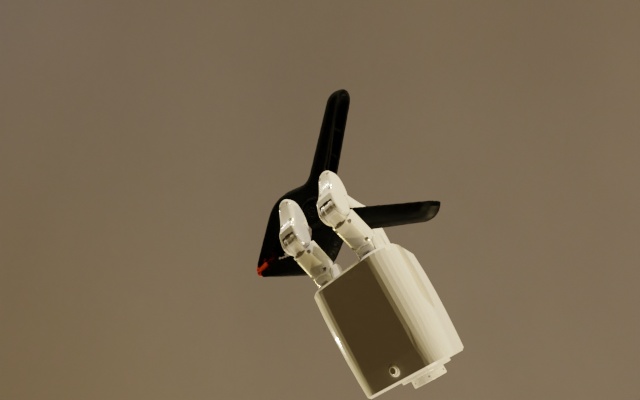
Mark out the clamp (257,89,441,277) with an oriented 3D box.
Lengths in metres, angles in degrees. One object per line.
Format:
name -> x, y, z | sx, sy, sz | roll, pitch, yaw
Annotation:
clamp -> 0.000, 0.002, 0.492 | 0.210, 0.164, 0.036 | -41, -27, 27
